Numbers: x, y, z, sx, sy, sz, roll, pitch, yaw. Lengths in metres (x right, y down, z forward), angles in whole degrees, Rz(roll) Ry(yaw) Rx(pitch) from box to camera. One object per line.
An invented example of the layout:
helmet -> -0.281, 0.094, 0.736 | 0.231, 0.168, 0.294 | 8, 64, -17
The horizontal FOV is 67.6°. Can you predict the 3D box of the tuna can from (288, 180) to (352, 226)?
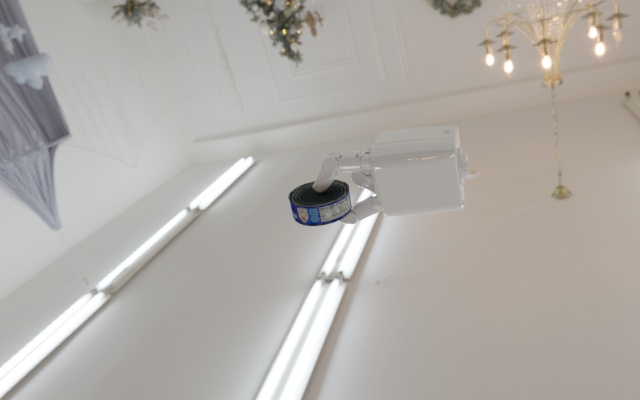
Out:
tuna can -> 0.000, 0.003, 0.668 | 0.086, 0.034, 0.086 | -9, 24, 4
